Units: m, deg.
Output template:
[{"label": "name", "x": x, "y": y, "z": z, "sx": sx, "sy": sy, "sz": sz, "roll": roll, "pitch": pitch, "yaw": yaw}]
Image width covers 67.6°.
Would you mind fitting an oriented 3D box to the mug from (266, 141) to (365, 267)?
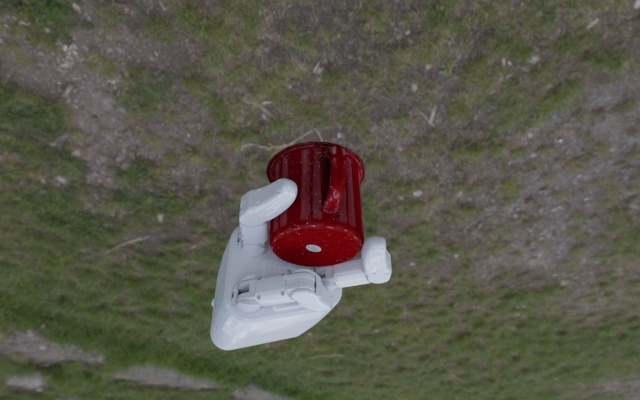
[{"label": "mug", "x": 0.001, "y": 0.001, "z": 0.417, "sx": 0.093, "sy": 0.081, "sz": 0.117, "roll": 9, "pitch": -34, "yaw": -16}]
